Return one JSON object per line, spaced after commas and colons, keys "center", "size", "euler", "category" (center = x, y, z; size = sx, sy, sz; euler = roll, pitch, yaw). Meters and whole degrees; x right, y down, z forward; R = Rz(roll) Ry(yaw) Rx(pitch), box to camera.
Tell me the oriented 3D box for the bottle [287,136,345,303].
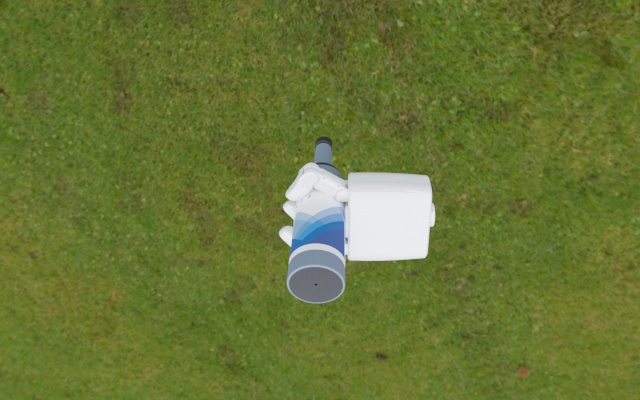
{"center": [0.000, 0.002, 0.653], "size": [0.069, 0.069, 0.295], "euler": [0, 40, 3], "category": "bottle"}
